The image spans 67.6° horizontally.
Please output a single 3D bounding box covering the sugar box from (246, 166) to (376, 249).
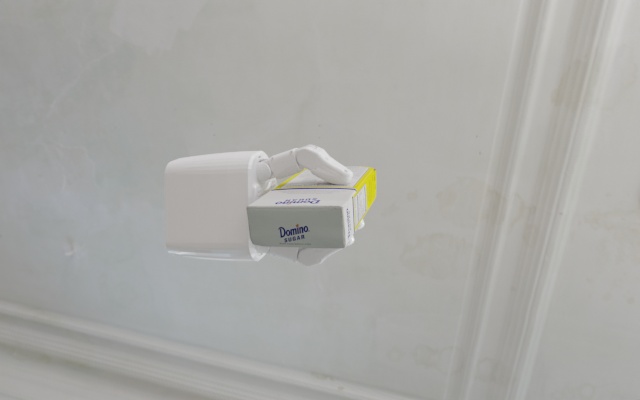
[{"bbox_3d":[0.000,0.002,0.504,0.093,0.048,0.176,0,17,17],"label":"sugar box"}]
